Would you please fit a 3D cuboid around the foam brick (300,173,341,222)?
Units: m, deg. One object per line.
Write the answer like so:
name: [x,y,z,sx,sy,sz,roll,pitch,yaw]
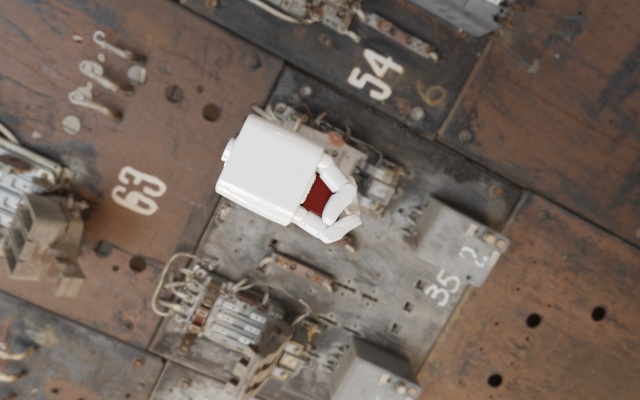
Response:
foam brick: [0.000,0.002,0.663,0.051,0.053,0.078,24,-16,-8]
